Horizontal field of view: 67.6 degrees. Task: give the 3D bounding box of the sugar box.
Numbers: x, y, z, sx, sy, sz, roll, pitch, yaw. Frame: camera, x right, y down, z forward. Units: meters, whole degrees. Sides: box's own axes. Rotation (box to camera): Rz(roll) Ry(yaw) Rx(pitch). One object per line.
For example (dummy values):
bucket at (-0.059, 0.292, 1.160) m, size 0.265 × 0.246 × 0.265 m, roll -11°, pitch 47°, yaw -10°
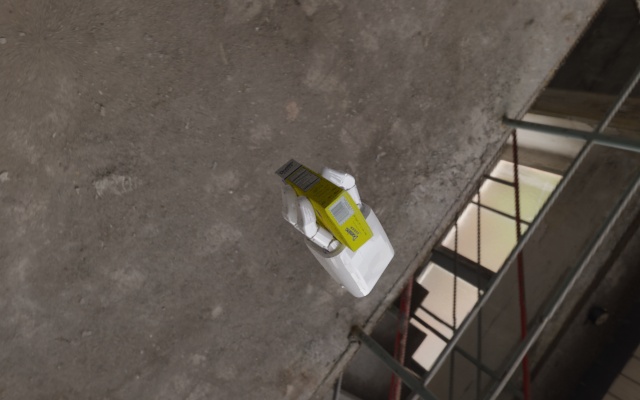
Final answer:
sugar box at (0.000, 0.003, 0.720) m, size 0.048 × 0.093 × 0.176 m, roll -41°, pitch 32°, yaw -12°
